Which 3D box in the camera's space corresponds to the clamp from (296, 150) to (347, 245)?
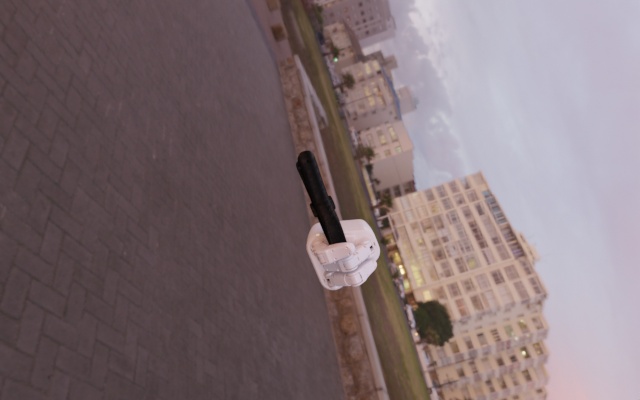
[{"bbox_3d":[0.001,0.002,0.741,0.039,0.171,0.120,-19,9,1],"label":"clamp"}]
